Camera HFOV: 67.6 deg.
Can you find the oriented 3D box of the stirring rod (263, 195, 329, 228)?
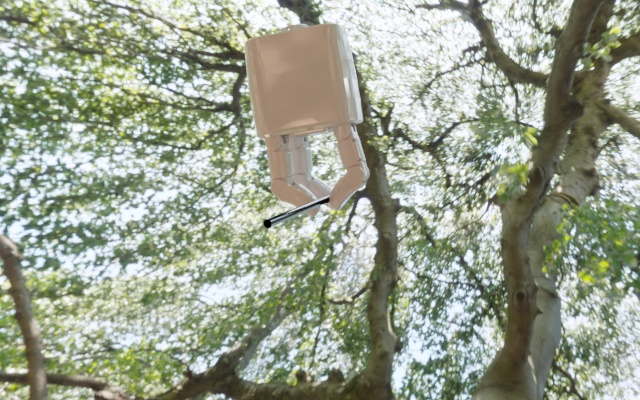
[{"bbox_3d":[0.000,0.002,0.518,0.011,0.011,0.239,0,9,22],"label":"stirring rod"}]
